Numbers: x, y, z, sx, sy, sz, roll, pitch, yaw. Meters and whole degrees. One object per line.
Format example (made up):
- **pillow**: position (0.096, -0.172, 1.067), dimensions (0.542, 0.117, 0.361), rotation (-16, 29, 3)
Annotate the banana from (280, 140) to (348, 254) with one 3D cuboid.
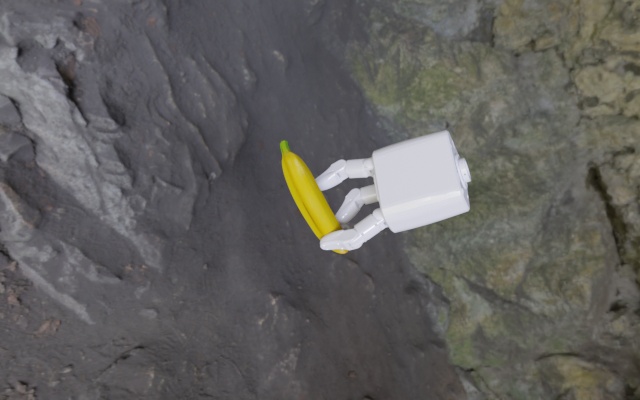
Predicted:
- **banana**: position (-0.004, 0.008, 0.677), dimensions (0.037, 0.198, 0.069), rotation (-21, 21, 19)
